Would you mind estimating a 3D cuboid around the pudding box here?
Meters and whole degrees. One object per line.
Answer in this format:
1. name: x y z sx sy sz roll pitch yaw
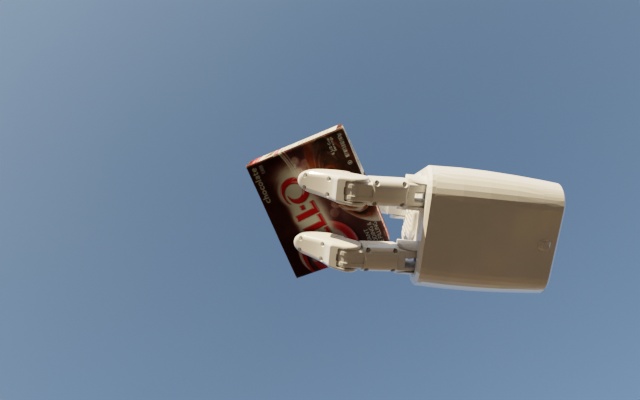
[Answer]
1. pudding box: 0.000 0.001 0.419 0.090 0.113 0.039 -21 10 11
